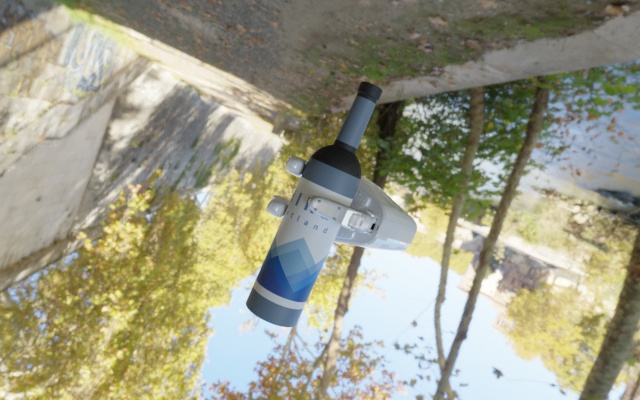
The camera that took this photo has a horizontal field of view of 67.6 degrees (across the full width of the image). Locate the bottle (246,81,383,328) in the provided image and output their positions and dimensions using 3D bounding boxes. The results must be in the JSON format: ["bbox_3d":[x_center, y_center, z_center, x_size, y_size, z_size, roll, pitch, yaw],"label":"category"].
[{"bbox_3d":[0.000,0.002,0.563,0.069,0.296,0.069,24,4,-2],"label":"bottle"}]
